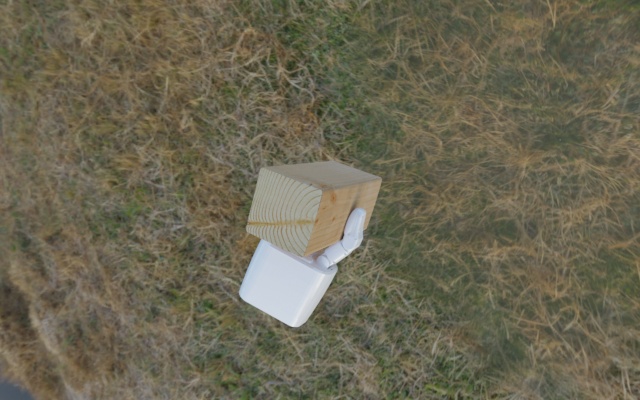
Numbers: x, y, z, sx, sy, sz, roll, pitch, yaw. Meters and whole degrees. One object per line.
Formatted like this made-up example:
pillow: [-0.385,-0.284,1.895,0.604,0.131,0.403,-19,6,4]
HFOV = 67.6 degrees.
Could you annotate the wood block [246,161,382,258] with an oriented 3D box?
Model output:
wood block: [0.000,0.003,0.668,0.091,0.090,0.206,23,16,23]
